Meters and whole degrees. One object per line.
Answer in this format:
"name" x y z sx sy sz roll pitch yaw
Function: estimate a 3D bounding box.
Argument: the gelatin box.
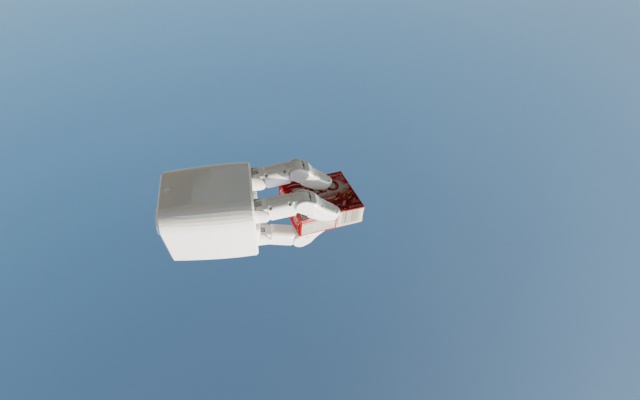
"gelatin box" 0.000 0.002 0.603 0.089 0.030 0.073 -12 45 -20
